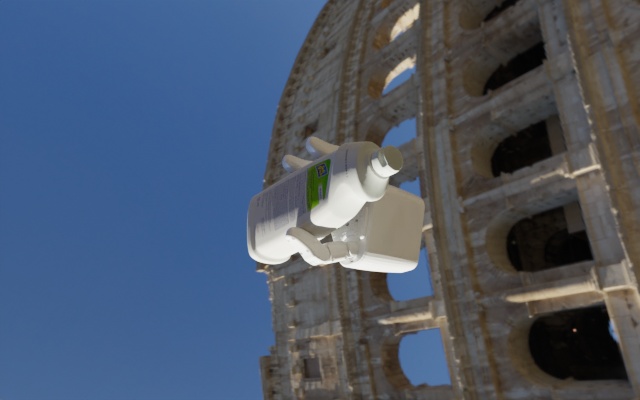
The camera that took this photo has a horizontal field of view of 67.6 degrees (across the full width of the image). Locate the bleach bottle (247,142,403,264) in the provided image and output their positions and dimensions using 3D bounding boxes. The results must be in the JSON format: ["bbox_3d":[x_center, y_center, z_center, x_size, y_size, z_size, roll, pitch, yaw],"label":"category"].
[{"bbox_3d":[0.000,0.002,0.584,0.068,0.102,0.251,12,-25,-36],"label":"bleach bottle"}]
